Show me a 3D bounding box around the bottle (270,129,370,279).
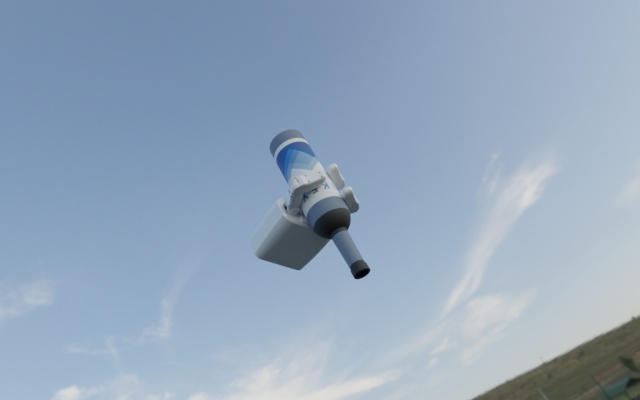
[{"bbox_3d":[0.000,0.002,0.782,0.069,0.295,0.069,-20,-35,-15],"label":"bottle"}]
